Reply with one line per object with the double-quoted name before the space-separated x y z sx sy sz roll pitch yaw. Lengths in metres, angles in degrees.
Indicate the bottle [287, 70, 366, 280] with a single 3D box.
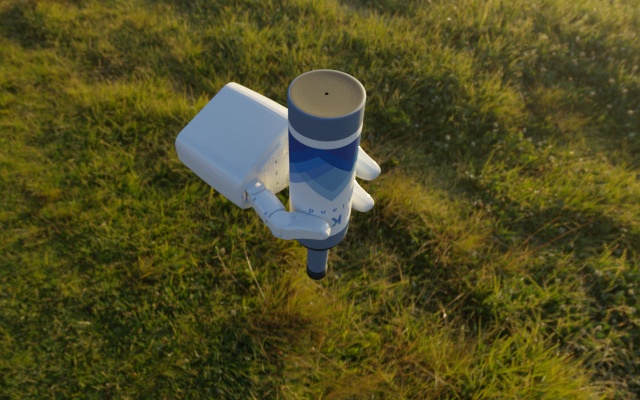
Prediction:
"bottle" 0.000 0.002 0.516 0.069 0.069 0.296 0 -39 -3
